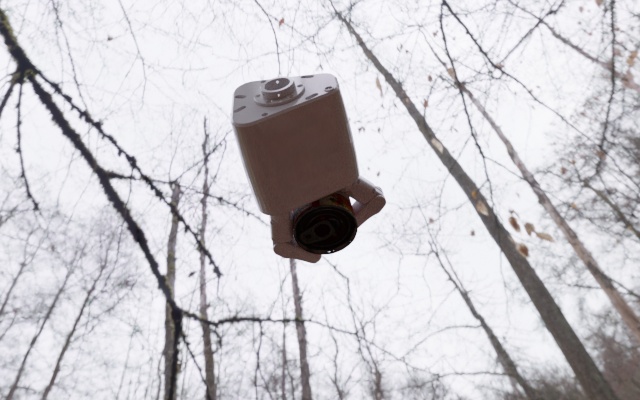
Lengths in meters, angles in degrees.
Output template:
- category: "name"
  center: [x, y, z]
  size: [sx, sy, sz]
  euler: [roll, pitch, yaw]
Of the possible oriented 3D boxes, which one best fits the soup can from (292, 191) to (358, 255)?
- category: "soup can"
  center: [0.000, 0.002, 0.539]
  size: [0.068, 0.069, 0.102]
  euler: [0, 38, -8]
